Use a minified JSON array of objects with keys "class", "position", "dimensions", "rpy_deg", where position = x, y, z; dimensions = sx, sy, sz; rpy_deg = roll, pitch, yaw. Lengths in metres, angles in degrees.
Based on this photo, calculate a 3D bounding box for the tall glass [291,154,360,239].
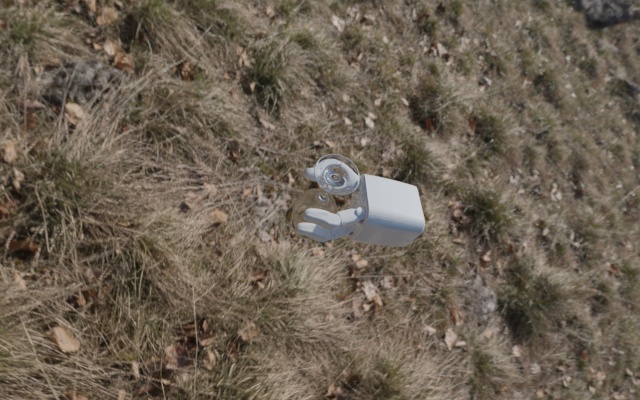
[{"class":"tall glass","position":[0.000,0.002,0.823],"dimensions":[0.079,0.079,0.201],"rpy_deg":[0,-26,-18]}]
